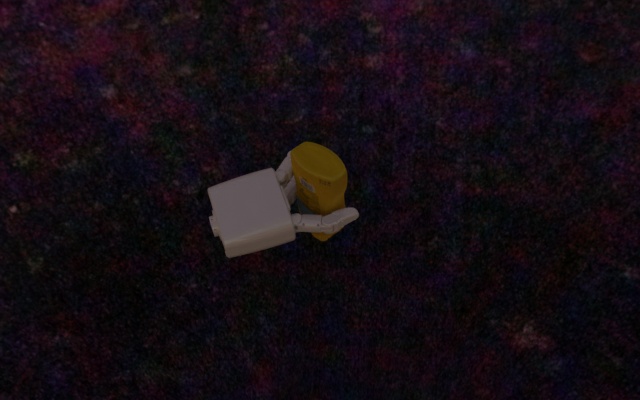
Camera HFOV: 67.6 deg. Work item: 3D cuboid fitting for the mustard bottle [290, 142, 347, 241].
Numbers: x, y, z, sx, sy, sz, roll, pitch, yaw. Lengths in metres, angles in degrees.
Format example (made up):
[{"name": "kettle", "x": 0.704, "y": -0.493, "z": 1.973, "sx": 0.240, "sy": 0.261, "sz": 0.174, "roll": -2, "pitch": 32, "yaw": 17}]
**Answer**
[{"name": "mustard bottle", "x": 0.000, "y": 0.002, "z": 0.767, "sx": 0.058, "sy": 0.192, "sz": 0.096, "roll": -38, "pitch": 57, "yaw": -27}]
